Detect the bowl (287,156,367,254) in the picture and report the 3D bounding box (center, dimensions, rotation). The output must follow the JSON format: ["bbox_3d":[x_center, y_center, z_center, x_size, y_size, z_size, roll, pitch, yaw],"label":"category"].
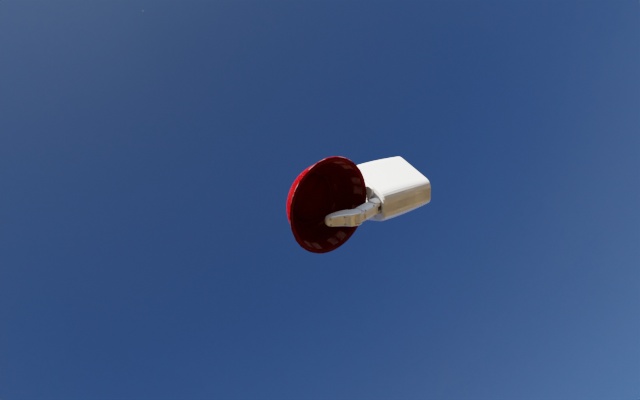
[{"bbox_3d":[-0.001,0.003,0.784,0.162,0.162,0.055,0,15,-41],"label":"bowl"}]
